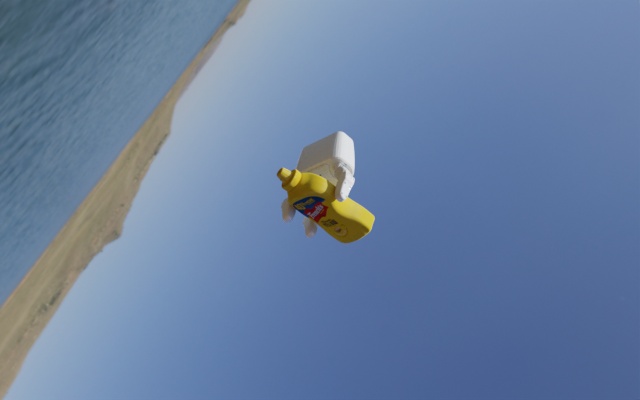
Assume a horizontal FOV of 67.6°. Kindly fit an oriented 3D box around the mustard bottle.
[{"bbox_3d":[0.000,0.003,0.860,0.192,0.058,0.096,37,-34,-22],"label":"mustard bottle"}]
